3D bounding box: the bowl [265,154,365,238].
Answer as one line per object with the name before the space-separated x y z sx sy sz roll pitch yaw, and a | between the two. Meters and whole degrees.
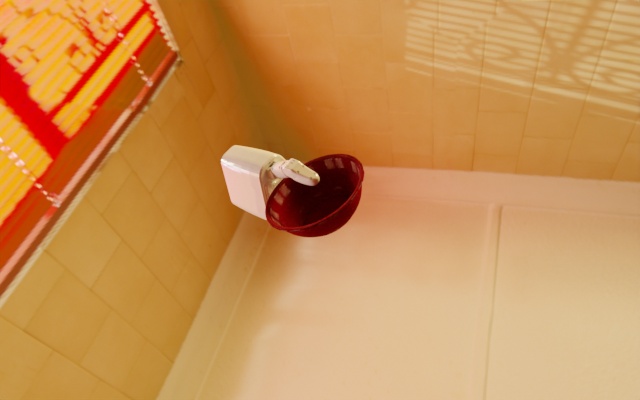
bowl | 0.001 0.003 0.711 0.162 0.055 0.162 -21 35 16
